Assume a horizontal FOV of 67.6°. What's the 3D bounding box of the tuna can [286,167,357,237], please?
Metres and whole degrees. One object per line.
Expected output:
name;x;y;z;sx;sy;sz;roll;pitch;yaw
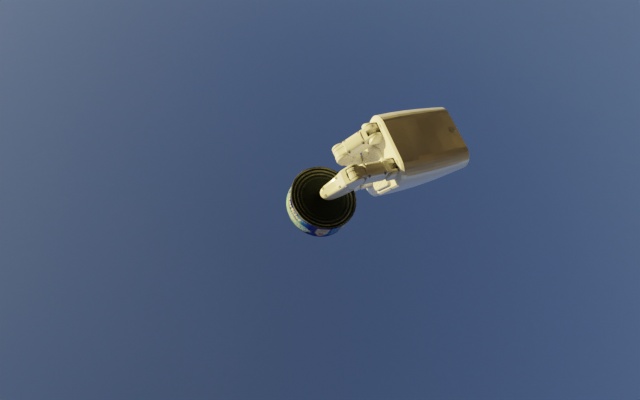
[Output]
tuna can;0.000;0.002;0.608;0.086;0.086;0.034;0;-25;-18
